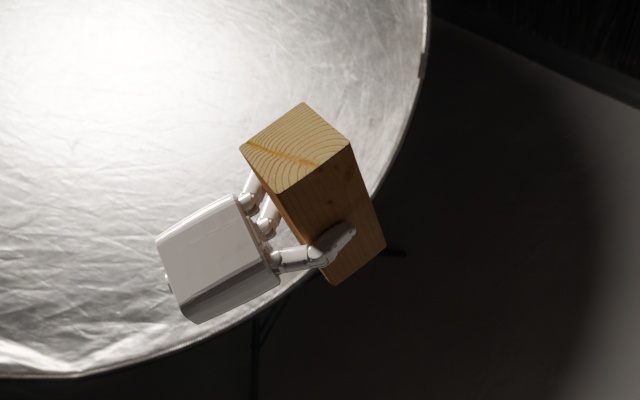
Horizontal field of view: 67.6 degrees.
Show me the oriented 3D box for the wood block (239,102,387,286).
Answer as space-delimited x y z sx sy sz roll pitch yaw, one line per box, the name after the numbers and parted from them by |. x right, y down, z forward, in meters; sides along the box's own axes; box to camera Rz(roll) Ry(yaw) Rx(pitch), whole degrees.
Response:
0.000 0.002 0.559 0.090 0.090 0.206 48 -10 37 | wood block
